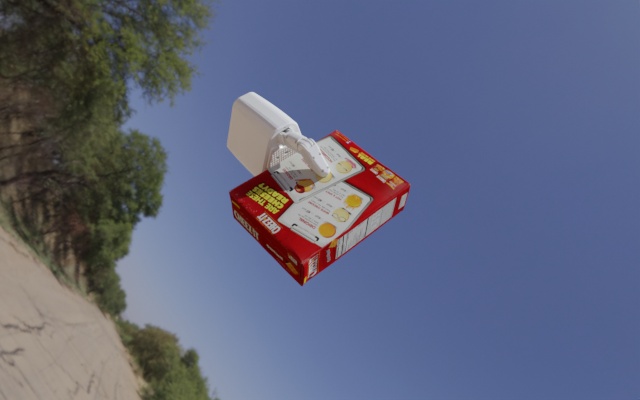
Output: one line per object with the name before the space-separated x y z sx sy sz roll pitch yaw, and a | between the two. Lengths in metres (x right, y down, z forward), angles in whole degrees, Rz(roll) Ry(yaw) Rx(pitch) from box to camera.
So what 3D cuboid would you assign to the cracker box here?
cracker box | 0.000 0.002 0.714 0.213 0.072 0.164 -34 58 -26
